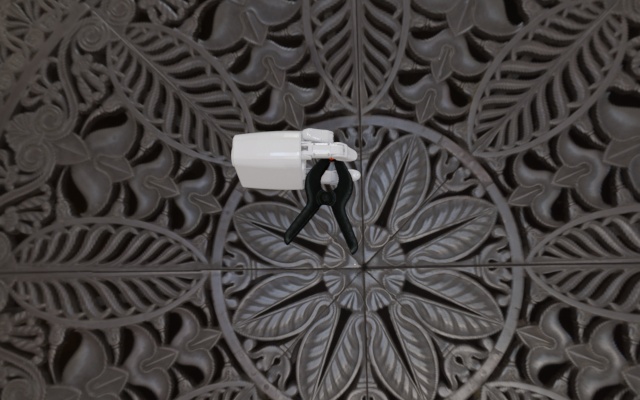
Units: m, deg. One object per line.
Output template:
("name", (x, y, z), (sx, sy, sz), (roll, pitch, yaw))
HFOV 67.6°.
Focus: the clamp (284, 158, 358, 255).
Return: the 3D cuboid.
("clamp", (0.000, 0.002, 0.774), (0.120, 0.171, 0.039), (0, -7, -1))
